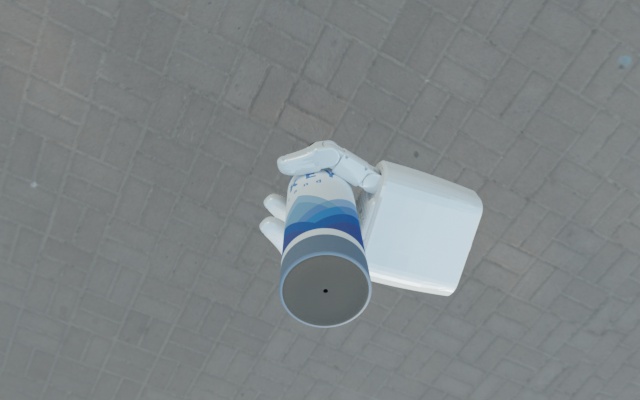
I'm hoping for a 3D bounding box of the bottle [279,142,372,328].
[{"bbox_3d":[0.000,0.002,0.471,0.069,0.069,0.295,0,26,-2],"label":"bottle"}]
